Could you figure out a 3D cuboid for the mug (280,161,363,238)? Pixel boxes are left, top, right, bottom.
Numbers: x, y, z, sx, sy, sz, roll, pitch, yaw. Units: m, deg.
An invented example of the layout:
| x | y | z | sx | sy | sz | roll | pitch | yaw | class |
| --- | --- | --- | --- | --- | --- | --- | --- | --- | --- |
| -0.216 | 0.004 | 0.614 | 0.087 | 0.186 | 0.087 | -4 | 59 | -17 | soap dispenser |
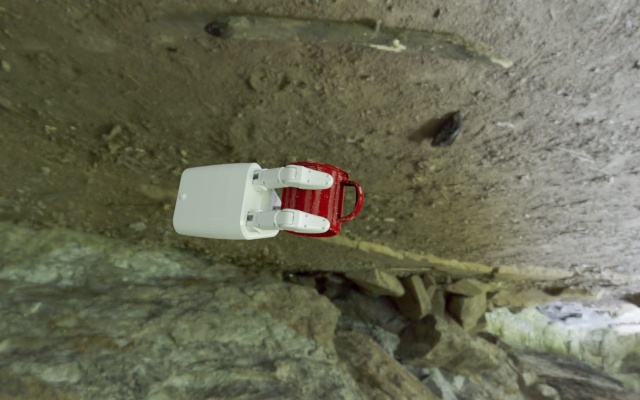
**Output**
| x | y | z | sx | sy | sz | roll | pitch | yaw | class |
| --- | --- | --- | --- | --- | --- | --- | --- | --- | --- |
| 0.001 | 0.002 | 0.630 | 0.117 | 0.081 | 0.093 | 0 | -16 | 22 | mug |
